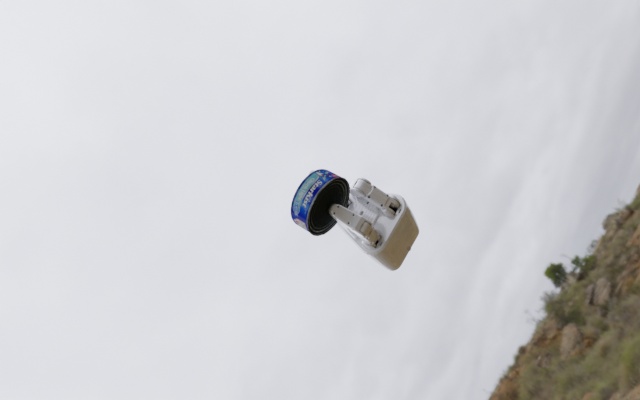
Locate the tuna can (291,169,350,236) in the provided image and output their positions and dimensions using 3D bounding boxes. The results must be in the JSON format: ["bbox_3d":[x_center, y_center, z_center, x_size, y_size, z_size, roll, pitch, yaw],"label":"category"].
[{"bbox_3d":[0.000,0.002,0.635,0.033,0.086,0.086,30,16,30],"label":"tuna can"}]
